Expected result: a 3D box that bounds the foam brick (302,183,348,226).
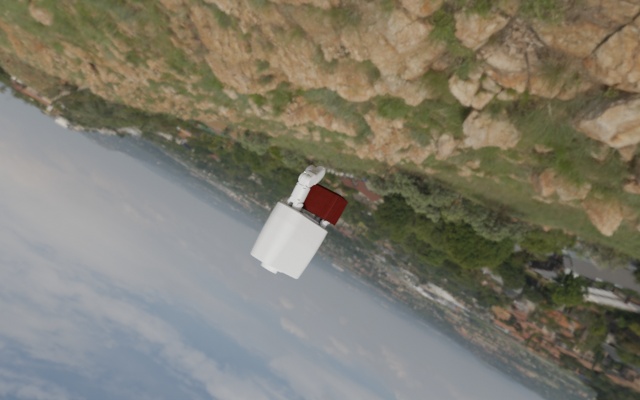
[{"bbox_3d":[0.000,0.003,0.859,0.078,0.051,0.053,28,-4,26],"label":"foam brick"}]
